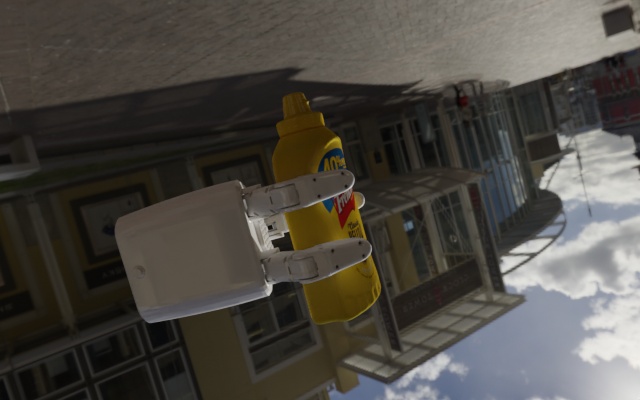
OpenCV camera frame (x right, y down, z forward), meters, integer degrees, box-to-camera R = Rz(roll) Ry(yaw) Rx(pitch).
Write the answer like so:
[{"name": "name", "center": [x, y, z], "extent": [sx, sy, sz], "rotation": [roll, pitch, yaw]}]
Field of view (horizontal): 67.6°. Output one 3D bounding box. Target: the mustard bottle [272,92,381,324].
[{"name": "mustard bottle", "center": [0.000, 0.002, 0.417], "extent": [0.058, 0.191, 0.096], "rotation": [-14, 4, 25]}]
